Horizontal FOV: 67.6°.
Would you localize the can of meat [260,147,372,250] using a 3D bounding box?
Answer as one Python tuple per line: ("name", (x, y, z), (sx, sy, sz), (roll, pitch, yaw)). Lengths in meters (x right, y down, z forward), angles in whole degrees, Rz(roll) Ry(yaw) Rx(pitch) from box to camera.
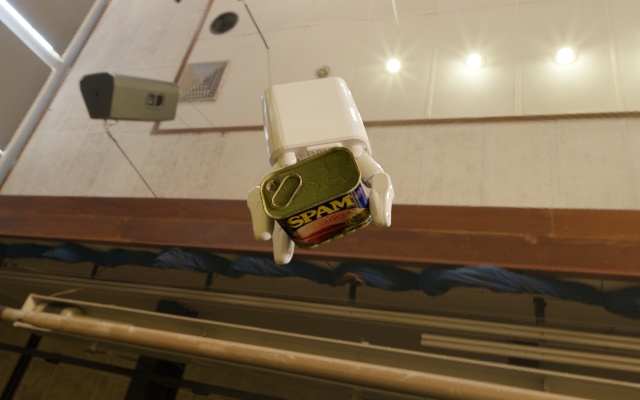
("can of meat", (0.000, 0.002, 0.502), (0.102, 0.057, 0.084), (-22, -34, 6))
